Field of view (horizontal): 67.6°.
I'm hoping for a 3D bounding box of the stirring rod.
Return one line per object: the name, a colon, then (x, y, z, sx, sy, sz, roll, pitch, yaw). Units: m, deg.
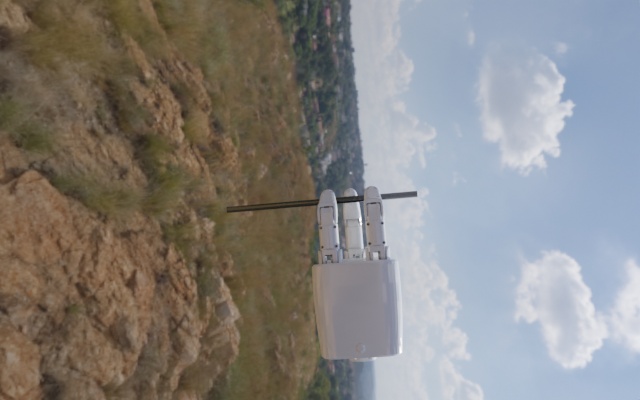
stirring rod: (0.000, 0.002, 0.601, 0.239, 0.011, 0.011, -5, -1, 5)
